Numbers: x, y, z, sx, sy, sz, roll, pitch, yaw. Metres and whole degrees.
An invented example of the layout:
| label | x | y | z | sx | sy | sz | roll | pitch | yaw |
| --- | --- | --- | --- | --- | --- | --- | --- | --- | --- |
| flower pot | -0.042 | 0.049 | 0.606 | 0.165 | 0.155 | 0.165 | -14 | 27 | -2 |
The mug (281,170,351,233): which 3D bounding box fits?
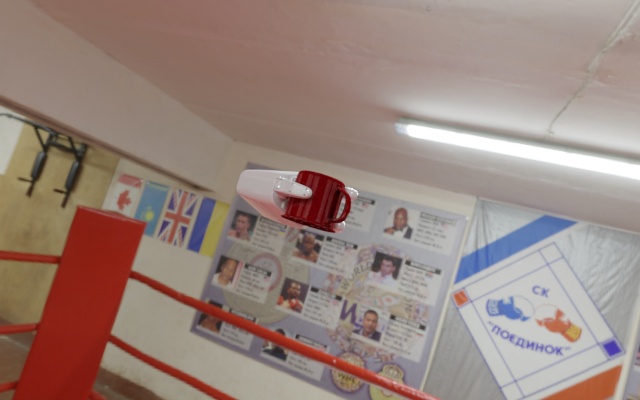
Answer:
| label | x | y | z | sx | sy | sz | roll | pitch | yaw |
| --- | --- | --- | --- | --- | --- | --- | --- | --- | --- |
| mug | 0.001 | 0.002 | 0.768 | 0.117 | 0.081 | 0.093 | 11 | -9 | 43 |
